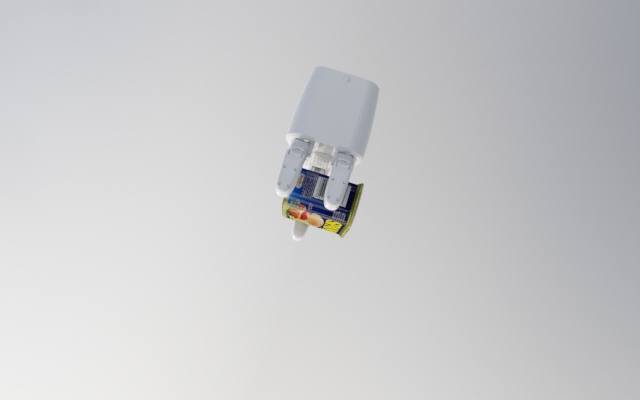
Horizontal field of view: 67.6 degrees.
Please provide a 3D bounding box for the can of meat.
[{"bbox_3d":[0.000,0.002,0.583,0.084,0.057,0.102,18,-14,0],"label":"can of meat"}]
